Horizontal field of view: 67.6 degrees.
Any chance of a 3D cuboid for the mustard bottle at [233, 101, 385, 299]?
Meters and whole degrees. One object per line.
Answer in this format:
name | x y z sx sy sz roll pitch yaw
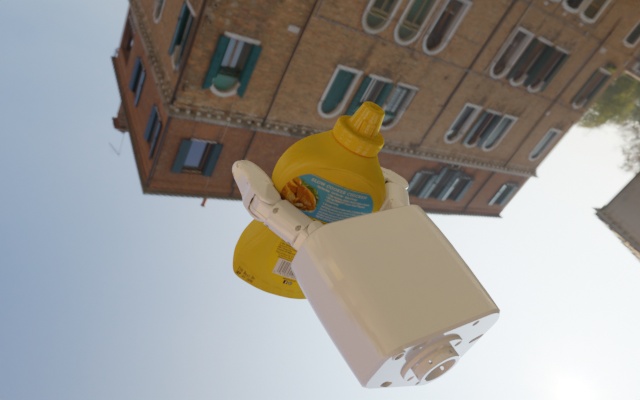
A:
mustard bottle | 0.000 0.001 0.410 0.096 0.192 0.058 20 32 -17
